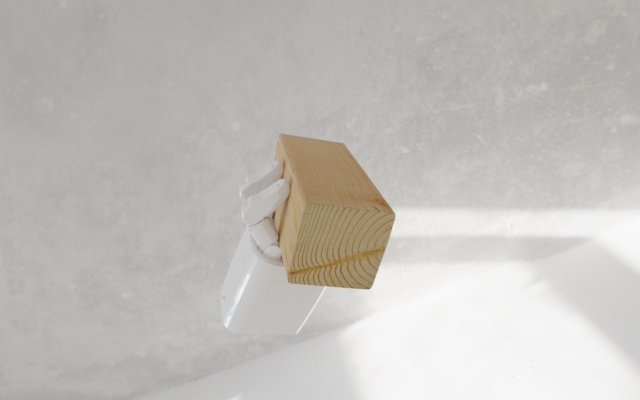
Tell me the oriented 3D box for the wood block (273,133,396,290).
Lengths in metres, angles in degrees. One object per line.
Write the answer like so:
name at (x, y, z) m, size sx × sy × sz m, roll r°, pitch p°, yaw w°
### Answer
wood block at (0.000, 0.002, 0.542) m, size 0.091 × 0.090 × 0.206 m, roll 7°, pitch 24°, yaw -16°
